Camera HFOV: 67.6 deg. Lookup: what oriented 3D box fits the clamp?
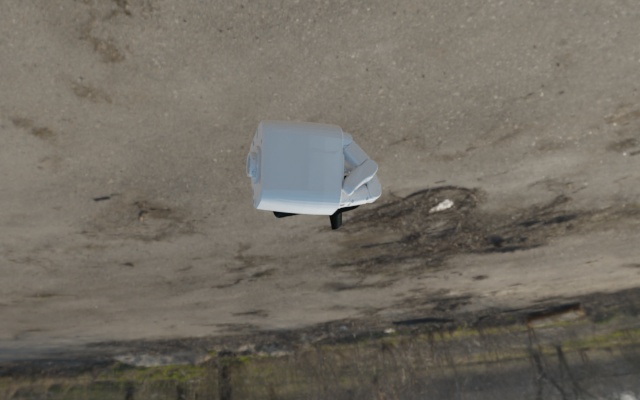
[{"bbox_3d":[0.000,0.003,0.726,0.120,0.039,0.171,4,-25,-18],"label":"clamp"}]
